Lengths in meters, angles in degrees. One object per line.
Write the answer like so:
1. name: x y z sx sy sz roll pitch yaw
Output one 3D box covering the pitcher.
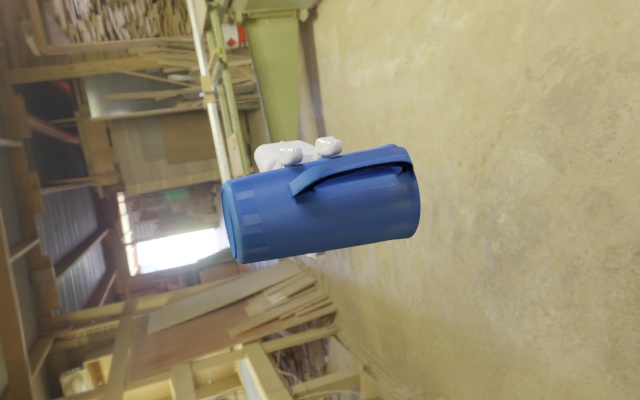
1. pitcher: 0.000 0.002 0.622 0.243 0.149 0.145 -11 21 -16
